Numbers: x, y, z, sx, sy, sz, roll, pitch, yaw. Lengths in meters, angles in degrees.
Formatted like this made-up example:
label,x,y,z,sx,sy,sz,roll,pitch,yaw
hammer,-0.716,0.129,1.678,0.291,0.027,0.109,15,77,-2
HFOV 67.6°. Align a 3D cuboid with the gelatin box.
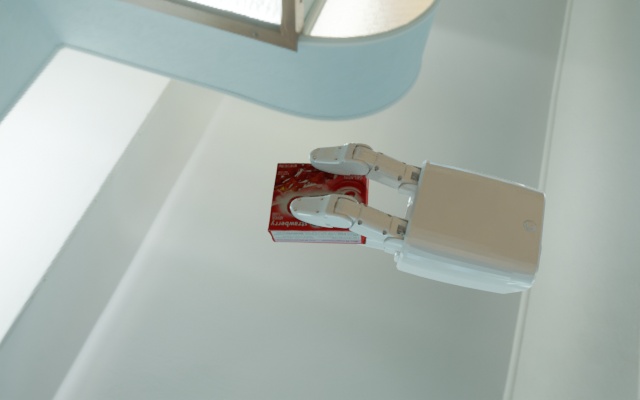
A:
label,x,y,z,sx,sy,sz,roll,pitch,yaw
gelatin box,0.000,0.002,0.445,0.089,0.073,0.030,0,-30,8
